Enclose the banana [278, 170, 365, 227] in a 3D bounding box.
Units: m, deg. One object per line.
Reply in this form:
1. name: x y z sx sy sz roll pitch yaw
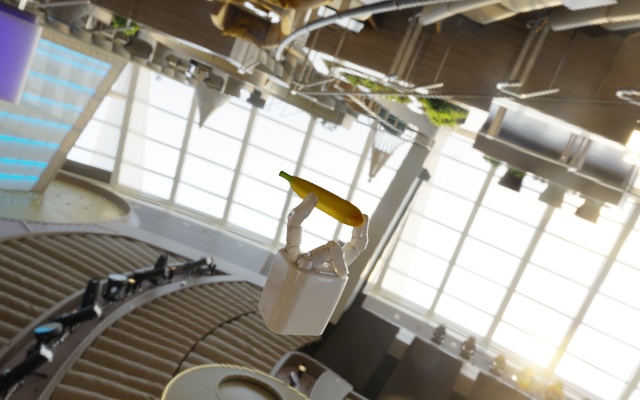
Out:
1. banana: 0.010 0.004 0.774 0.197 0.037 0.069 29 10 40
